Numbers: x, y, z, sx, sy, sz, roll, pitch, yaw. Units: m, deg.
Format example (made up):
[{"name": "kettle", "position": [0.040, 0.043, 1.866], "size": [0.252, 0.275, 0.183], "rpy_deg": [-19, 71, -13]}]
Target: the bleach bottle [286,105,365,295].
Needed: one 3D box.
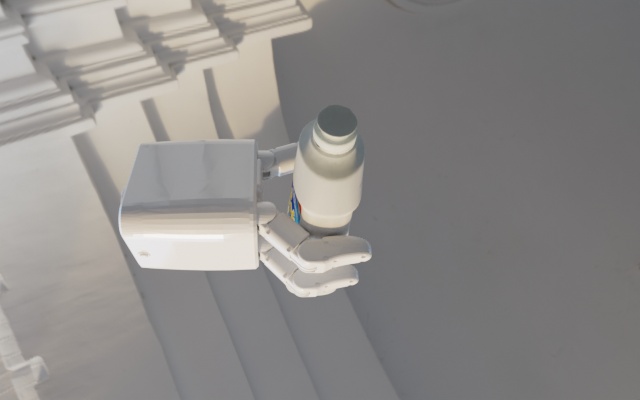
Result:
[{"name": "bleach bottle", "position": [0.000, 0.002, 0.437], "size": [0.068, 0.102, 0.251], "rpy_deg": [1, -30, -6]}]
